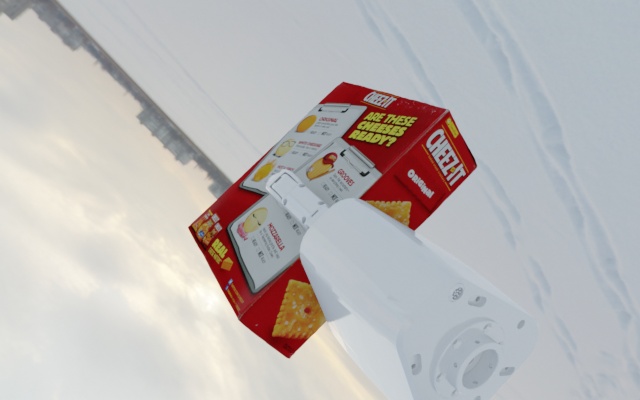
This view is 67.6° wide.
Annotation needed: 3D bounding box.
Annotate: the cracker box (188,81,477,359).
[{"bbox_3d":[0.000,0.001,0.418,0.072,0.213,0.164,50,-7,-34],"label":"cracker box"}]
